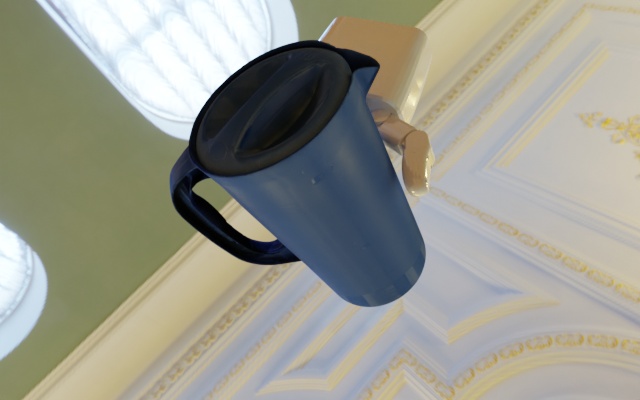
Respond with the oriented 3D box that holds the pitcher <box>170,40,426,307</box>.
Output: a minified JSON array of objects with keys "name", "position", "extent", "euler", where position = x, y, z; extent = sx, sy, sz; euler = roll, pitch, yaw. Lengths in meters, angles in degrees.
[{"name":"pitcher","position":[0.000,0.001,0.419],"extent":[0.149,0.145,0.243],"euler":[6,-32,35]}]
